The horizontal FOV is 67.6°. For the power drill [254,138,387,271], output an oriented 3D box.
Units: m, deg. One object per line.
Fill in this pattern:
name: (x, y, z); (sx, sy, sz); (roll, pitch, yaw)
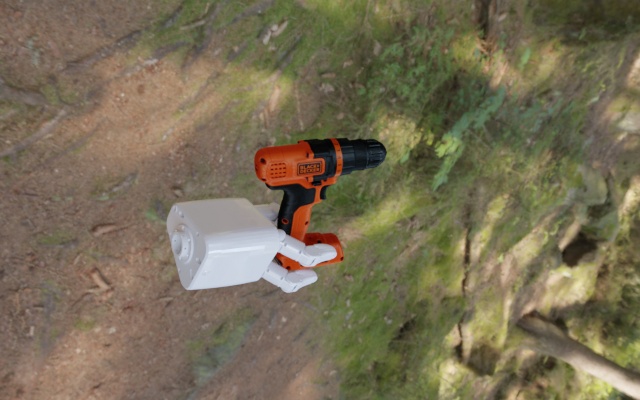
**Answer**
power drill: (0.000, 0.003, 0.673); (0.184, 0.188, 0.057); (-7, 29, -16)
